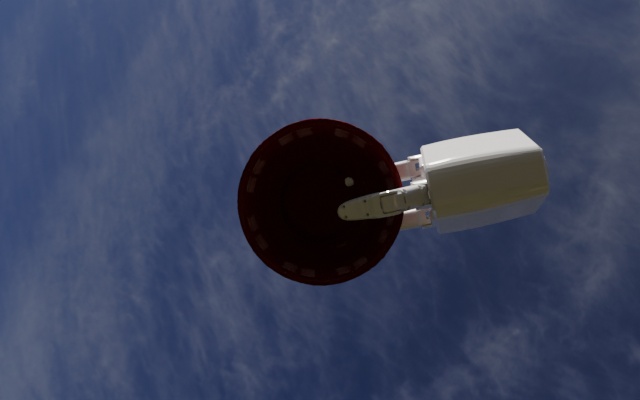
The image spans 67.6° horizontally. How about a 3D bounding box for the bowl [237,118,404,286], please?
[{"bbox_3d":[-0.001,0.002,0.485,0.162,0.162,0.055,0,0,-1],"label":"bowl"}]
